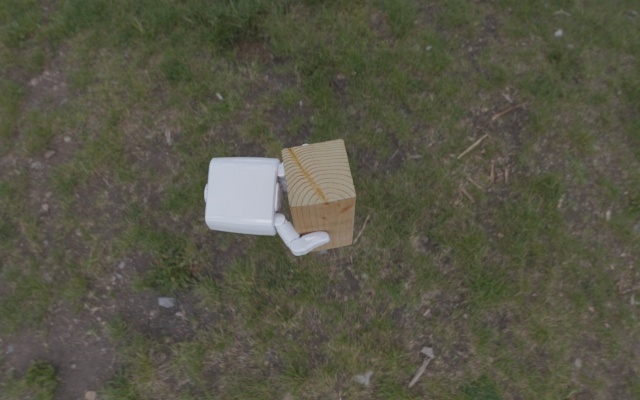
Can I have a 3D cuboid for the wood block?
[{"bbox_3d":[0.000,0.003,0.732,0.090,0.090,0.206,-9,-23,-2],"label":"wood block"}]
